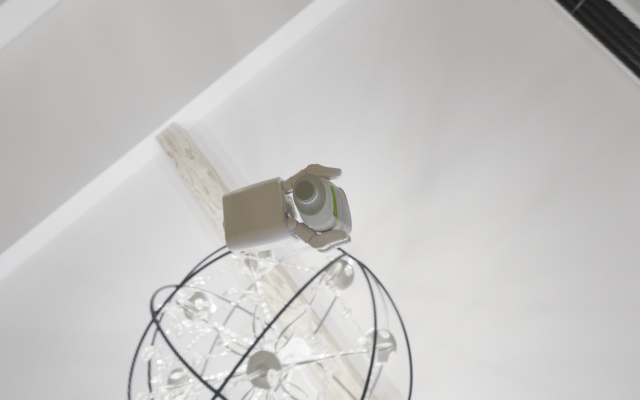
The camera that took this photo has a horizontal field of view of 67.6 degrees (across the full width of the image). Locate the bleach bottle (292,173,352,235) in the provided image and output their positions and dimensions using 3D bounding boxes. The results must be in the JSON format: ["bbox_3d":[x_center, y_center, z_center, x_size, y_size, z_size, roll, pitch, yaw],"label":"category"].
[{"bbox_3d":[0.000,0.003,0.775,0.068,0.102,0.251,-15,-14,8],"label":"bleach bottle"}]
